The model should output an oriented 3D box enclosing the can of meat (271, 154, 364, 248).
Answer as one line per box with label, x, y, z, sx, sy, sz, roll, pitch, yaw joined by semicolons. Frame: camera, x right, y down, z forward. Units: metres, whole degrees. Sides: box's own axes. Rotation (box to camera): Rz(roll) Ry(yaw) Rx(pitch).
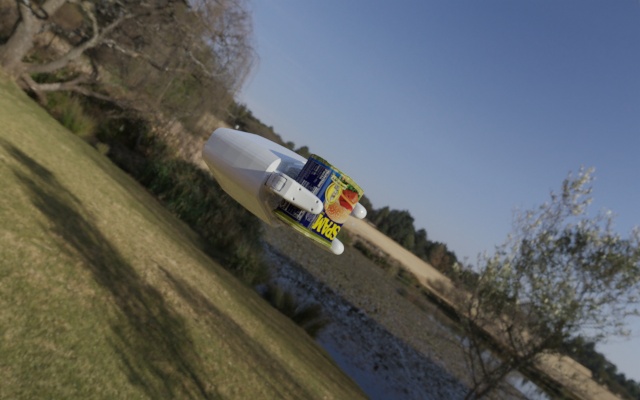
can of meat;0.000;0.002;0.575;0.057;0.084;0.102;31;-3;28
